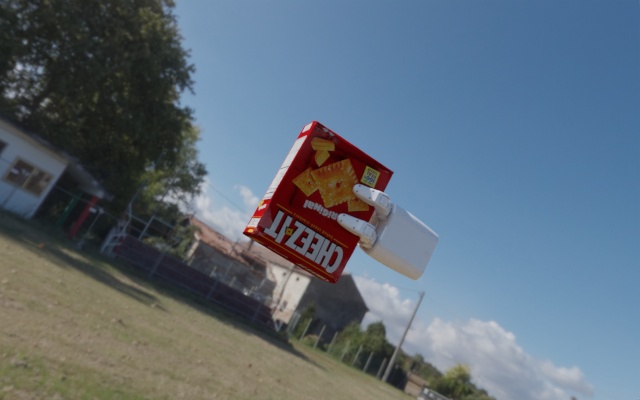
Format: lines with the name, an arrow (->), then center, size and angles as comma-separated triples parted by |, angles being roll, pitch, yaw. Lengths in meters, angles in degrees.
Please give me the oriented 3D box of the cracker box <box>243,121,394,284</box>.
cracker box -> 0.000, 0.002, 0.782 | 0.164, 0.213, 0.072 | 32, -14, -16
